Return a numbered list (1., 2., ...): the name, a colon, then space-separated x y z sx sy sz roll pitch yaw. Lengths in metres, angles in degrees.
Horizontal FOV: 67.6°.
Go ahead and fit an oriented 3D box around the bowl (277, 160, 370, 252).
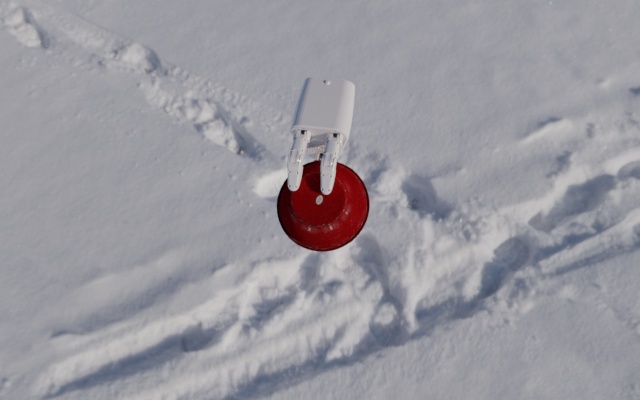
1. bowl: 0.000 0.004 0.796 0.162 0.162 0.055 0 -12 8
